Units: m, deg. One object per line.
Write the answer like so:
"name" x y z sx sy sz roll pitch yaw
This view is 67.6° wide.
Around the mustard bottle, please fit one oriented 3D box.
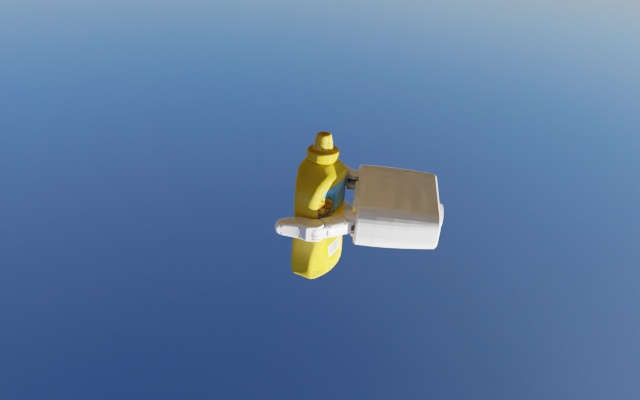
"mustard bottle" 0.000 0.002 0.632 0.058 0.192 0.096 18 32 24
